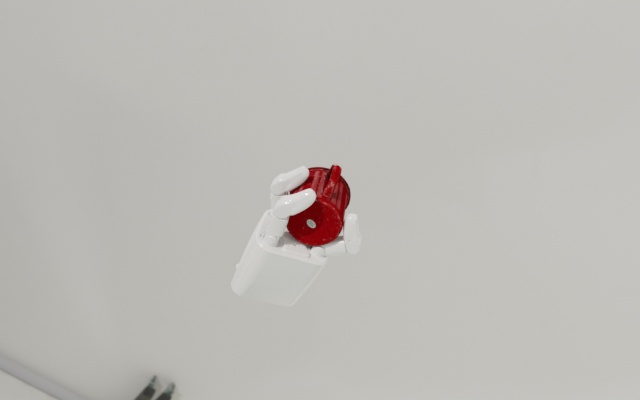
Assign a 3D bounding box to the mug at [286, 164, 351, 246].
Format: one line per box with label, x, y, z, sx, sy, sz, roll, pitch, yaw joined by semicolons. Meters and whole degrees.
mug;0.001;0.001;0.676;0.093;0.117;0.081;26;31;-9
